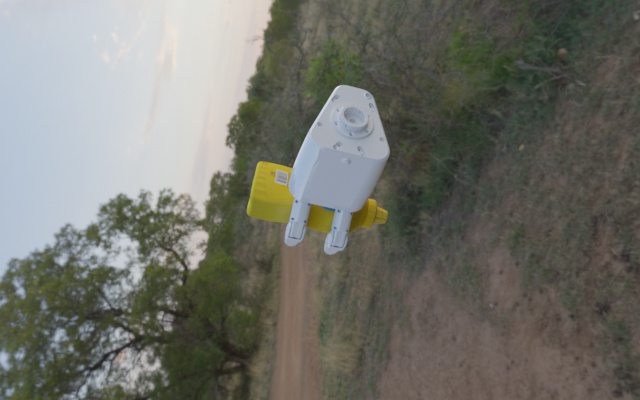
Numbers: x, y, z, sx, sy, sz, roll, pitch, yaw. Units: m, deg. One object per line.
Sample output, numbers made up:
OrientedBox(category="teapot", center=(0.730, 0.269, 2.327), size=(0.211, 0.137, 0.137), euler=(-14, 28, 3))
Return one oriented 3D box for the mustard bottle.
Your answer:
OrientedBox(category="mustard bottle", center=(0.000, 0.002, 0.658), size=(0.191, 0.058, 0.096), euler=(13, 33, -8))
